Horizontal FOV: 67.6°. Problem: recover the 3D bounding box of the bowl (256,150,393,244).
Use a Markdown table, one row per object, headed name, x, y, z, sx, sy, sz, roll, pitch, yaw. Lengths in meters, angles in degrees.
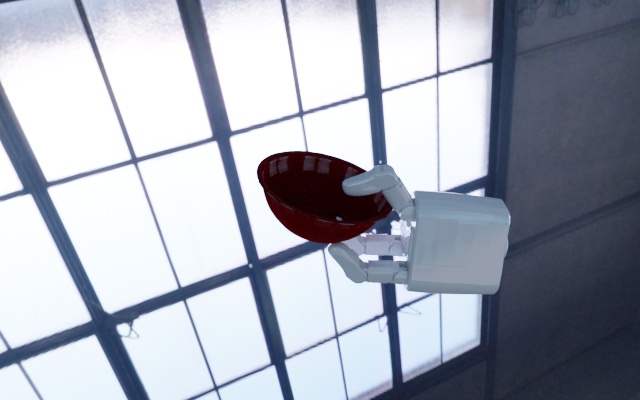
| name | x | y | z | sx | sy | sz | roll | pitch | yaw |
| --- | --- | --- | --- | --- | --- | --- | --- | --- | --- |
| bowl | -0.001 | 0.002 | 0.559 | 0.162 | 0.055 | 0.162 | 13 | 29 | -7 |
